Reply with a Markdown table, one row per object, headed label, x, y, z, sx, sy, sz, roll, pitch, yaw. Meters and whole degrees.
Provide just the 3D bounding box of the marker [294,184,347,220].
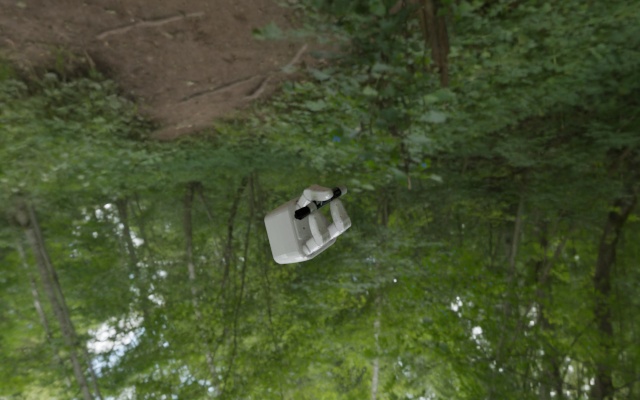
| label | x | y | z | sx | sy | sz | roll | pitch | yaw |
| --- | --- | --- | --- | --- | --- | --- | --- | --- | --- |
| marker | 0.000 | 0.003 | 0.837 | 0.121 | 0.020 | 0.020 | -31 | 19 | -36 |
